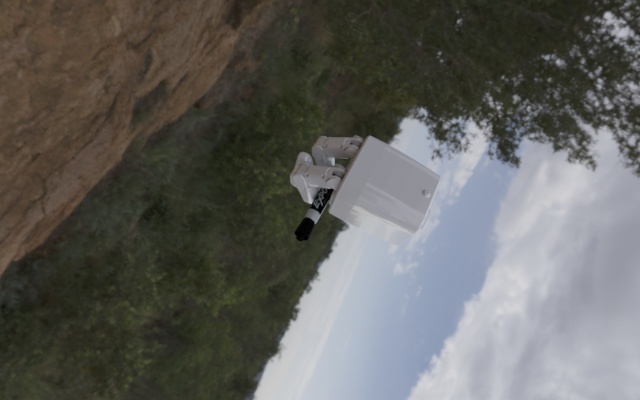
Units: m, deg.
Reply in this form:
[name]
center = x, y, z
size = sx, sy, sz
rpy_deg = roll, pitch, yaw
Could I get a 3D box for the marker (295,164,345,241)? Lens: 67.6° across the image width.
[marker]
center = 0.000, 0.002, 0.603
size = 0.020, 0.121, 0.020
rpy_deg = 21, -33, 14
